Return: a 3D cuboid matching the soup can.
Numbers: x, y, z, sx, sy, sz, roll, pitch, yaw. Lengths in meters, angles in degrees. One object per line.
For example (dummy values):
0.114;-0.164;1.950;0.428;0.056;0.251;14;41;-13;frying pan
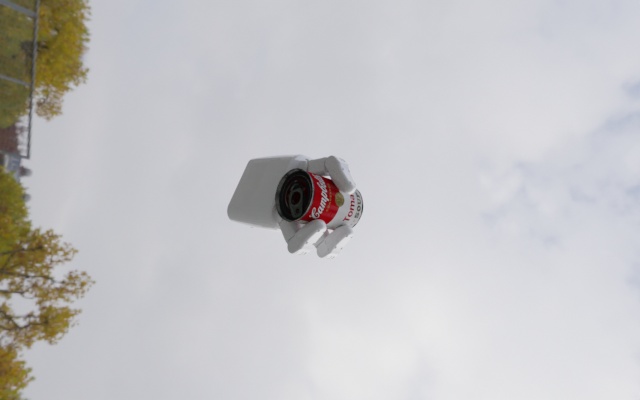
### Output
0.001;0.002;0.629;0.068;0.068;0.102;0;-11;43;soup can
